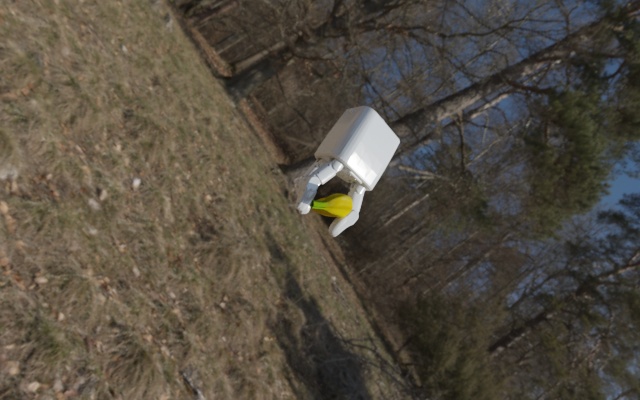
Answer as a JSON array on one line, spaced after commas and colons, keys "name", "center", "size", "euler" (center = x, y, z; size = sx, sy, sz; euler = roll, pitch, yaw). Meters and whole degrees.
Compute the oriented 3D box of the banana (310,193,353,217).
[{"name": "banana", "center": [0.018, 0.007, 0.807], "size": [0.069, 0.037, 0.198], "euler": [13, -4, 0]}]
